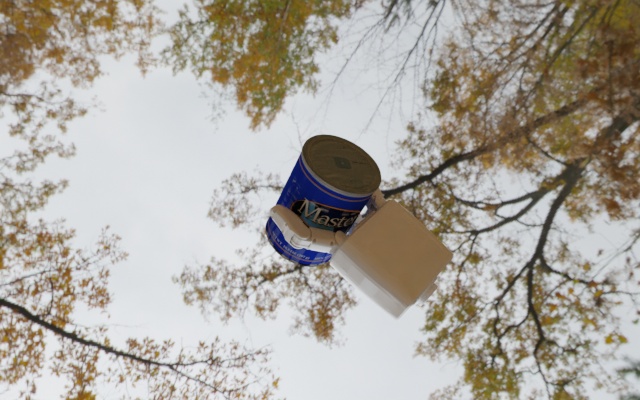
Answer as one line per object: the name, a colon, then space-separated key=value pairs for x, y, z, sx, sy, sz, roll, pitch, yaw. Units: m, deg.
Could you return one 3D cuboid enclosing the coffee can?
coffee can: x=0.000 y=0.002 z=0.608 sx=0.103 sy=0.102 sz=0.140 roll=0 pitch=-43 yaw=-32
